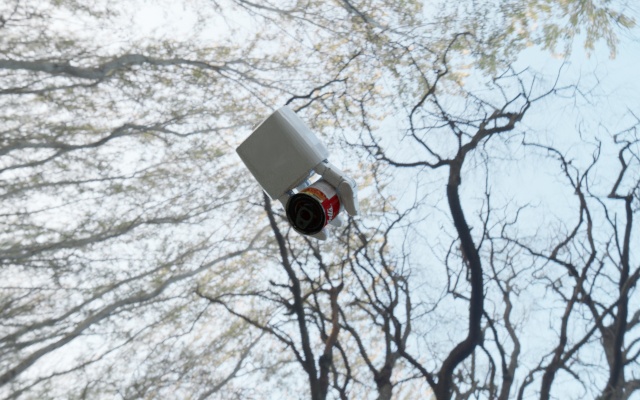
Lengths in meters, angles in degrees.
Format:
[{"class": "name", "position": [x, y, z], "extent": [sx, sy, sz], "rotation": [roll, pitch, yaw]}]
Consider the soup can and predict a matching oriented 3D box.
[{"class": "soup can", "position": [0.001, 0.003, 0.745], "extent": [0.068, 0.068, 0.102], "rotation": [0, 21, 30]}]
